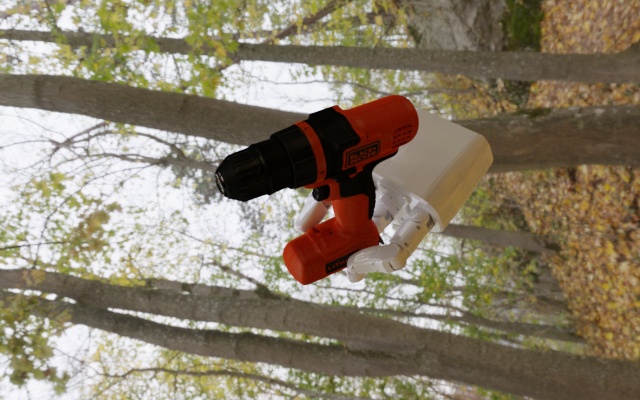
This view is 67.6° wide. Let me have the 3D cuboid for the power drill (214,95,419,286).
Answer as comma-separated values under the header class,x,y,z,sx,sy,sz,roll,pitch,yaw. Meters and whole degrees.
class,x,y,z,sx,sy,sz,roll,pitch,yaw
power drill,0.000,0.002,0.448,0.184,0.057,0.188,-21,-37,-19
